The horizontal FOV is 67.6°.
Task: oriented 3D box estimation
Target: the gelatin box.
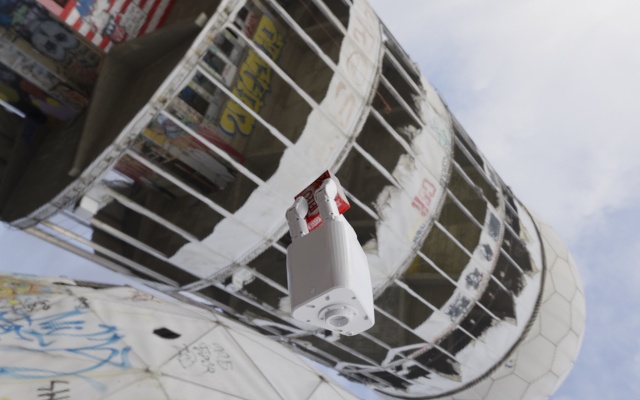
[{"bbox_3d":[0.000,0.002,0.733,0.030,0.073,0.089,43,15,-31],"label":"gelatin box"}]
